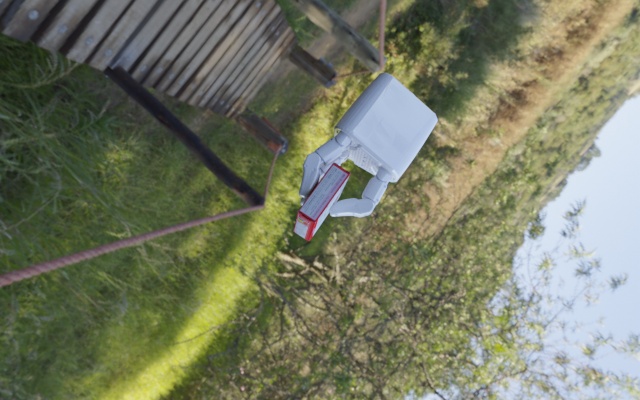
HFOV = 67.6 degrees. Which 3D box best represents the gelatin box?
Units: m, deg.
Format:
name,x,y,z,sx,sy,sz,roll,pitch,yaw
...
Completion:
name,x,y,z,sx,sy,sz,roll,pitch,yaw
gelatin box,0.000,0.003,0.638,0.030,0.089,0.073,32,-24,6
